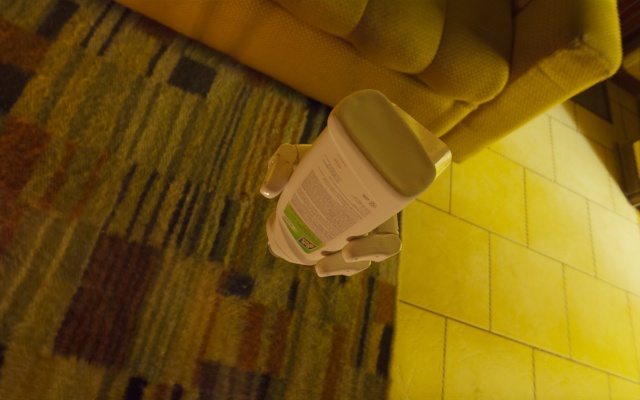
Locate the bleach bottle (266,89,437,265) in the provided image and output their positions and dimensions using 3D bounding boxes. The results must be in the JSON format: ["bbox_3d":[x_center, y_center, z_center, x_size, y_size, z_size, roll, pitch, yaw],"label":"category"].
[{"bbox_3d":[0.000,0.002,0.479,0.068,0.102,0.251,-35,-3,-36],"label":"bleach bottle"}]
